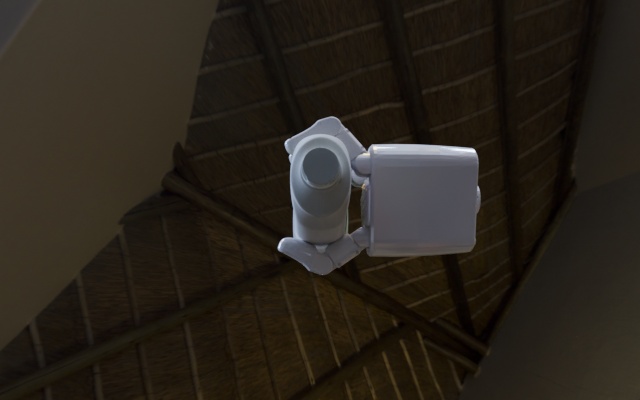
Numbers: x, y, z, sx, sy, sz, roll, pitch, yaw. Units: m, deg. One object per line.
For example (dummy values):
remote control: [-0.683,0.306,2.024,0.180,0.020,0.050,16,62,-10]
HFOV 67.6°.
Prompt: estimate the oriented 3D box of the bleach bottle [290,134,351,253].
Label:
bleach bottle: [0.000,0.001,0.481,0.068,0.102,0.251,0,-9,0]
